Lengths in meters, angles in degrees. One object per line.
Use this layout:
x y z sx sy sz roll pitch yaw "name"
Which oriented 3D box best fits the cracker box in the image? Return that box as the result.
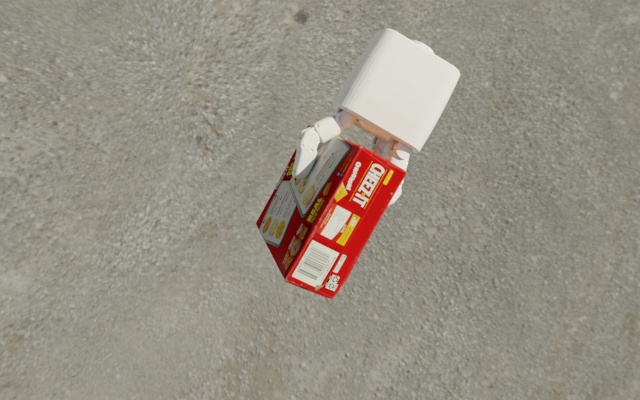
0.000 0.002 0.597 0.072 0.164 0.213 27 5 -20 "cracker box"
